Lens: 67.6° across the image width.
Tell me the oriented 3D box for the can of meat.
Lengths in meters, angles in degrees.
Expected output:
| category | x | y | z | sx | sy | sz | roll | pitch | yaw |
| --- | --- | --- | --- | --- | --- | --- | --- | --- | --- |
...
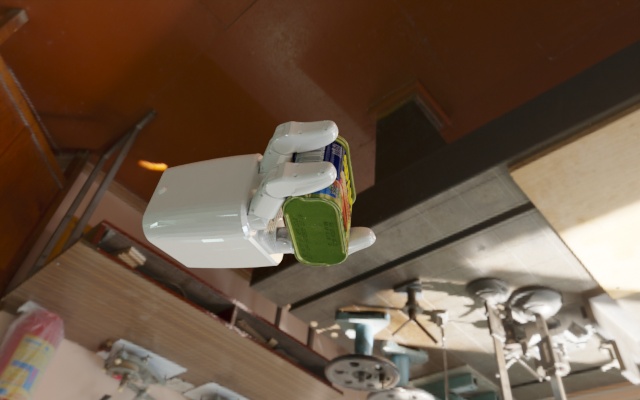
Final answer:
| category | x | y | z | sx | sy | sz | roll | pitch | yaw |
| --- | --- | --- | --- | --- | --- | --- | --- | --- | --- |
| can of meat | 0.000 | 0.002 | 0.458 | 0.057 | 0.083 | 0.102 | -2 | -44 | 10 |
